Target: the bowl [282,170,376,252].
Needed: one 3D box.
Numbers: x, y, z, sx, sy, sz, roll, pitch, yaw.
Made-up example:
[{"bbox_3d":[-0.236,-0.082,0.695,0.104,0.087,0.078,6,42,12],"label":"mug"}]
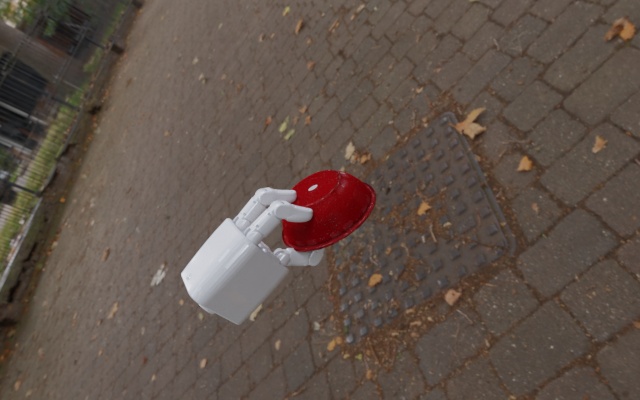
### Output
[{"bbox_3d":[0.001,0.001,0.724,0.162,0.055,0.162,-23,28,13],"label":"bowl"}]
